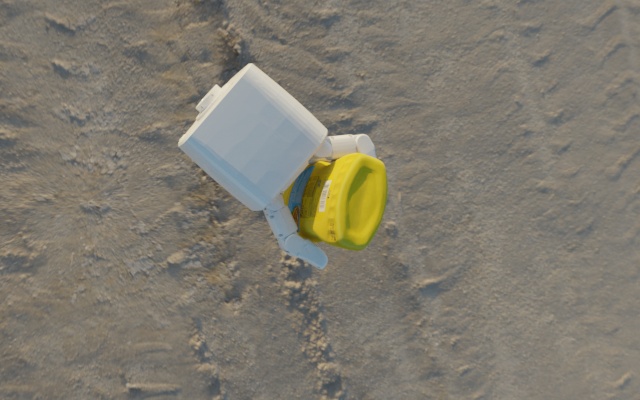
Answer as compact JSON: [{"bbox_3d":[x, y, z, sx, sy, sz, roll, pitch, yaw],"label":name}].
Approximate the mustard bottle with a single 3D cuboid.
[{"bbox_3d":[0.000,0.002,0.549,0.058,0.096,0.191,15,-7,-25],"label":"mustard bottle"}]
